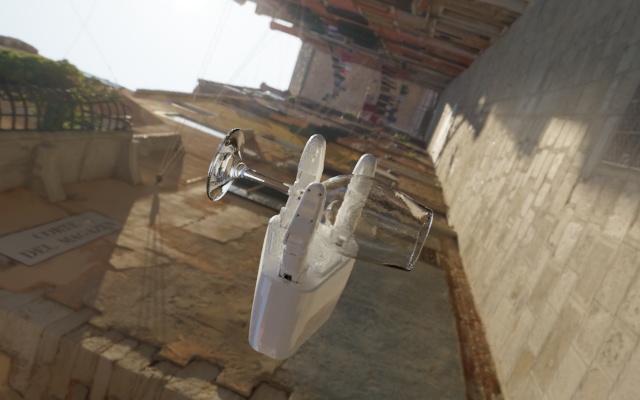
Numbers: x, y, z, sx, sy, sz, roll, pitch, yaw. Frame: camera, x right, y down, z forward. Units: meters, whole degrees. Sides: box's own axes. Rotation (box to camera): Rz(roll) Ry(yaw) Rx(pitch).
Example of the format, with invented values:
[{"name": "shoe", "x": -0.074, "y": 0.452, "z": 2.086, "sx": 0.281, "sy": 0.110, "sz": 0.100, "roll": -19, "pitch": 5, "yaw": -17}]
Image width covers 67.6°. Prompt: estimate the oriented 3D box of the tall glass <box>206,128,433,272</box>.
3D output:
[{"name": "tall glass", "x": -0.001, "y": 0.001, "z": 0.450, "sx": 0.201, "sy": 0.079, "sz": 0.079, "roll": 21, "pitch": 3, "yaw": 7}]
